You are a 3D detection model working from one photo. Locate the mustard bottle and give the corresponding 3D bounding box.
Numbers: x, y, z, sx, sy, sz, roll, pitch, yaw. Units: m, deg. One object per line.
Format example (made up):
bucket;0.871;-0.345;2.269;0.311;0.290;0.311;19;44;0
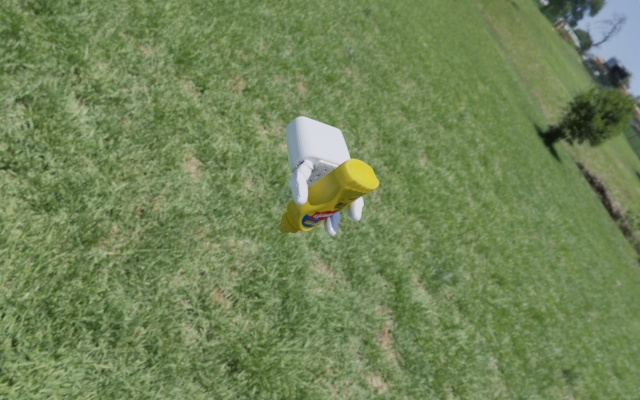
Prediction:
mustard bottle;0.000;0.003;0.811;0.192;0.058;0.096;-34;-18;27
